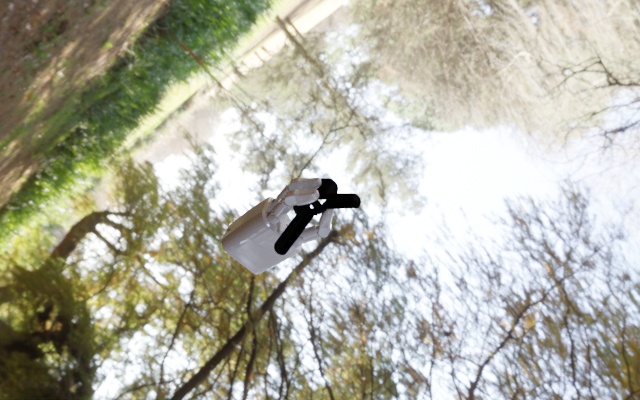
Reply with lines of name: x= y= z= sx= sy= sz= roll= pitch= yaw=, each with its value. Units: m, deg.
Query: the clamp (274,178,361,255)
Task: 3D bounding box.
clamp: x=0.000 y=0.003 z=0.848 sx=0.164 sy=0.036 sz=0.210 roll=-30 pitch=20 yaw=18
